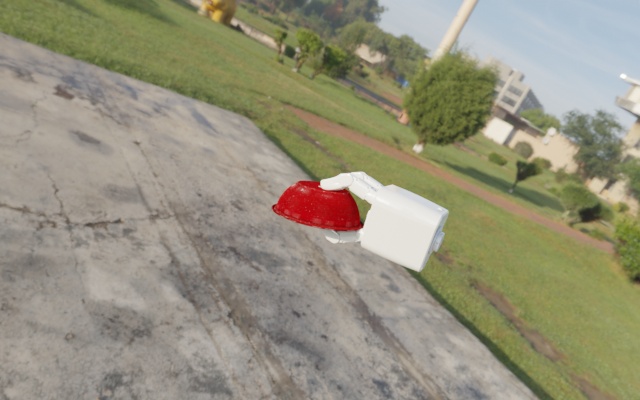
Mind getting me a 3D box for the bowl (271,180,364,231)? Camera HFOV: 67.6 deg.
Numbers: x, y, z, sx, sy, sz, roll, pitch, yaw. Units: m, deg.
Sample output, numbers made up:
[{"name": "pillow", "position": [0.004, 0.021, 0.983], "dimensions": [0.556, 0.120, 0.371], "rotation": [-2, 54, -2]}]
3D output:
[{"name": "bowl", "position": [-0.001, 0.002, 0.816], "dimensions": [0.162, 0.055, 0.162], "rotation": [11, 10, -2]}]
